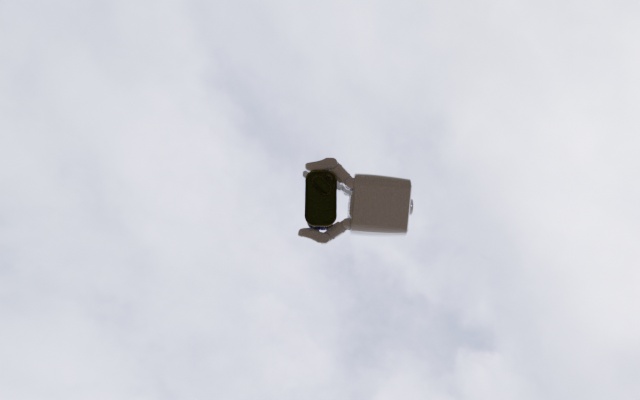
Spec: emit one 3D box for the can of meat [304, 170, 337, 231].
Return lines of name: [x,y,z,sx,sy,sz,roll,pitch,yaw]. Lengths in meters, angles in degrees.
can of meat: [0.000,0.003,0.884,0.057,0.102,0.084,1,-11,-1]
